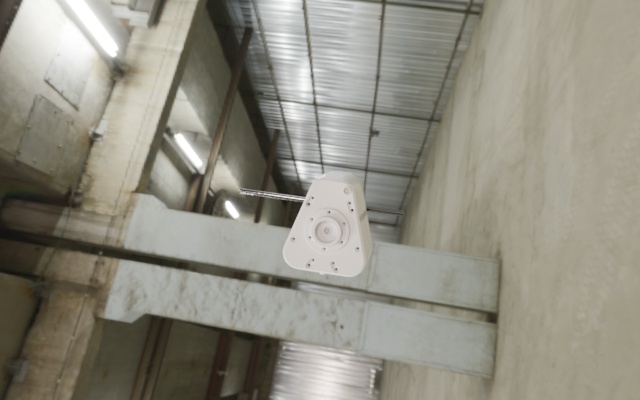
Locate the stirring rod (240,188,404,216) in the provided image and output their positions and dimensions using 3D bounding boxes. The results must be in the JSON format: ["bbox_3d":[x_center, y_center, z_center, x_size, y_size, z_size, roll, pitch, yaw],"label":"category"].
[{"bbox_3d":[0.000,0.002,0.691,0.239,0.011,0.011,8,1,6],"label":"stirring rod"}]
